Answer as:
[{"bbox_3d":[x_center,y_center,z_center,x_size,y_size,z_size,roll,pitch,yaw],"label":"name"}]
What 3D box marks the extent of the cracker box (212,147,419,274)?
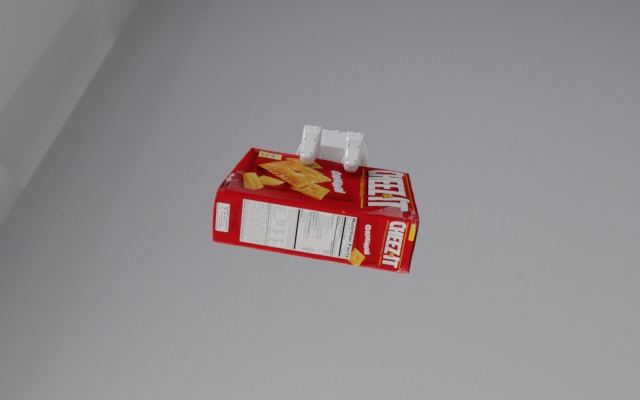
[{"bbox_3d":[0.000,0.002,0.564,0.213,0.072,0.164,9,22,3],"label":"cracker box"}]
